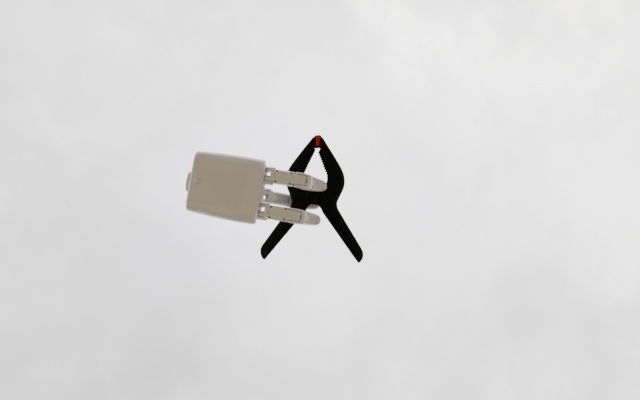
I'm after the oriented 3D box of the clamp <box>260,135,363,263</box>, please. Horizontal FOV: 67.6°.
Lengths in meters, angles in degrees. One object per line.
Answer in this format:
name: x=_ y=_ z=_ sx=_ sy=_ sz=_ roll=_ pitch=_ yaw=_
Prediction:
clamp: x=0.000 y=0.002 z=0.771 sx=0.164 sy=0.210 sz=0.036 roll=10 pitch=-3 yaw=-6
